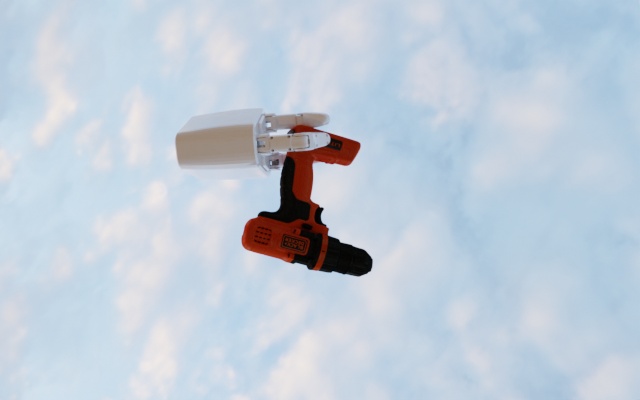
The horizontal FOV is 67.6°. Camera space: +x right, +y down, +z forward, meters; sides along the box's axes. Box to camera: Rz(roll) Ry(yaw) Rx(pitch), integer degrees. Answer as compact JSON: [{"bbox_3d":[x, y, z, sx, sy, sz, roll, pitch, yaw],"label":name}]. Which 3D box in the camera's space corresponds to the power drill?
[{"bbox_3d":[0.000,0.002,0.660,0.184,0.187,0.057,16,-13,-13],"label":"power drill"}]
